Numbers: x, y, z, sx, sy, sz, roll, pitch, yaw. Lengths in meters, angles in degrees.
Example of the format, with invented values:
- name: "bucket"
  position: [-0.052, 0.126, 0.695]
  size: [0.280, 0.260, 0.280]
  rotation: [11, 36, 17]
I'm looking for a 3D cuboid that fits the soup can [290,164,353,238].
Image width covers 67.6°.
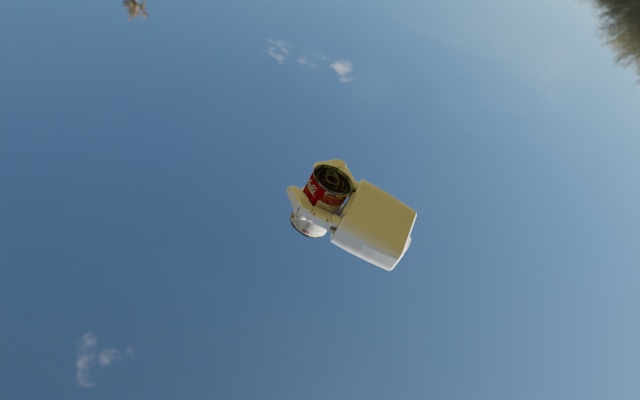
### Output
- name: "soup can"
  position: [0.000, 0.003, 0.763]
  size: [0.068, 0.102, 0.068]
  rotation: [19, 37, -15]
